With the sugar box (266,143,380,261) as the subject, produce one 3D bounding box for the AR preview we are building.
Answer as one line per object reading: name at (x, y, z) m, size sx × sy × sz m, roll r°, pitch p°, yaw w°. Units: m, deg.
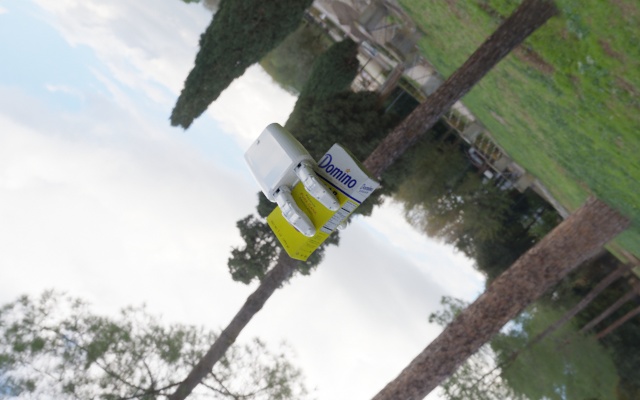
sugar box at (0.000, 0.002, 0.758) m, size 0.048 × 0.176 × 0.093 m, roll 22°, pitch 23°, yaw -52°
